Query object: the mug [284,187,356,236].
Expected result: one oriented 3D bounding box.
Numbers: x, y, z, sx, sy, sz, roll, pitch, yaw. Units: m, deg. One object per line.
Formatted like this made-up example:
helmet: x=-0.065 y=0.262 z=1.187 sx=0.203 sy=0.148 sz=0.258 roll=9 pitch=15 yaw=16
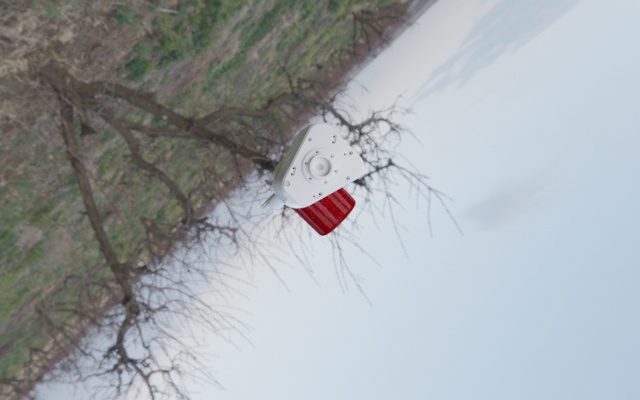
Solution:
mug: x=0.000 y=0.003 z=0.781 sx=0.081 sy=0.093 sz=0.117 roll=45 pitch=-7 yaw=-7
